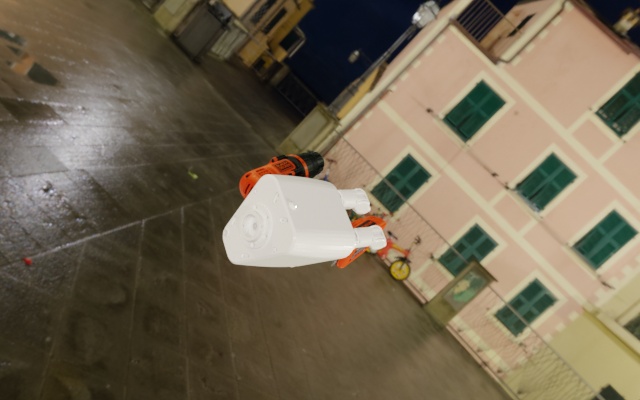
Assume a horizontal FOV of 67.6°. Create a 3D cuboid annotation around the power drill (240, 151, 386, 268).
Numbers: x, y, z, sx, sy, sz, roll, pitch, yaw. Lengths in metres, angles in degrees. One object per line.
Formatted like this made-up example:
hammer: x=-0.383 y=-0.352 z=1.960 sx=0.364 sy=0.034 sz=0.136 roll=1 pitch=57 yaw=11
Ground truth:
power drill: x=0.000 y=0.003 z=0.694 sx=0.187 sy=0.057 sz=0.184 roll=38 pitch=34 yaw=16
